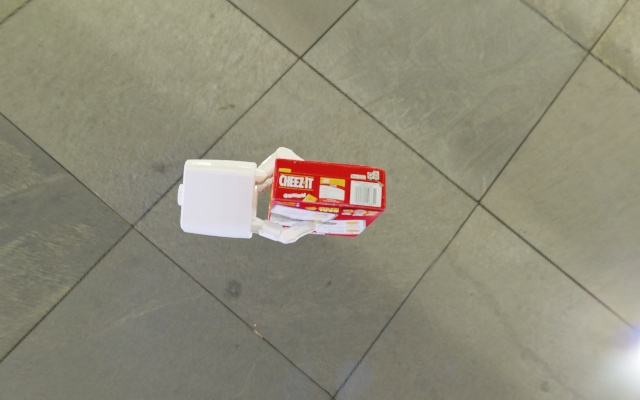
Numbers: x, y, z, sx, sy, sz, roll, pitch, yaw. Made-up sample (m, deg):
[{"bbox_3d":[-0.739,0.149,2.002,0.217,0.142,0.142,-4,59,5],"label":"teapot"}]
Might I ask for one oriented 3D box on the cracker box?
[{"bbox_3d":[0.000,0.003,0.772,0.164,0.072,0.214,5,-15,-6],"label":"cracker box"}]
